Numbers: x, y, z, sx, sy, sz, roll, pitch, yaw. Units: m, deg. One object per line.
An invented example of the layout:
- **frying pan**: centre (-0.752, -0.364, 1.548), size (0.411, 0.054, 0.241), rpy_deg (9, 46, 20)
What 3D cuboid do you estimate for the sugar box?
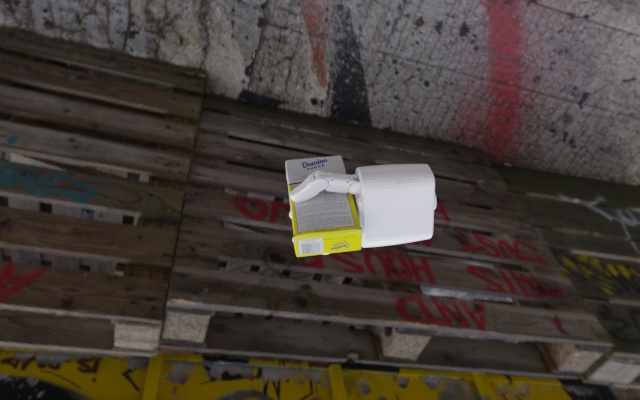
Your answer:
- **sugar box**: centre (0.000, 0.003, 0.708), size (0.093, 0.048, 0.176), rpy_deg (-5, 38, -4)
